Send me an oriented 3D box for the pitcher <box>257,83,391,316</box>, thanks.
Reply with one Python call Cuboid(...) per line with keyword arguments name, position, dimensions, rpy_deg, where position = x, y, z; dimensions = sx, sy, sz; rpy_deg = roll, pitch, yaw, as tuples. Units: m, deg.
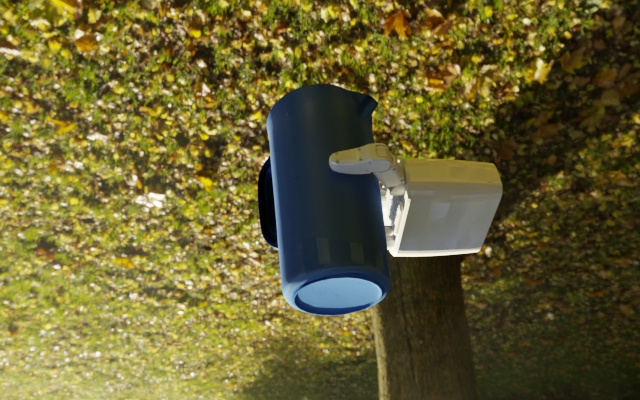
Cuboid(name="pitcher", position=(0.000, 0.002, 0.540), dimensions=(0.145, 0.242, 0.149), rpy_deg=(0, -36, -6))
